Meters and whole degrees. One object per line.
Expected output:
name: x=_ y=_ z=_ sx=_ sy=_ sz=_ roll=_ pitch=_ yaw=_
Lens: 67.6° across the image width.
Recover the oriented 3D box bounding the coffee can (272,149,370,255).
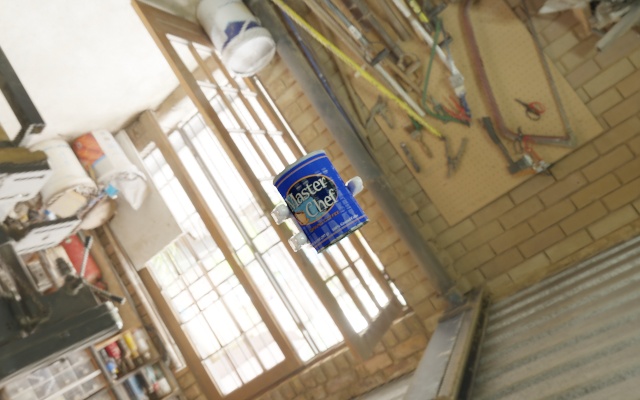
coffee can: x=0.000 y=0.002 z=0.783 sx=0.103 sy=0.140 sz=0.103 roll=-32 pitch=-8 yaw=-5
